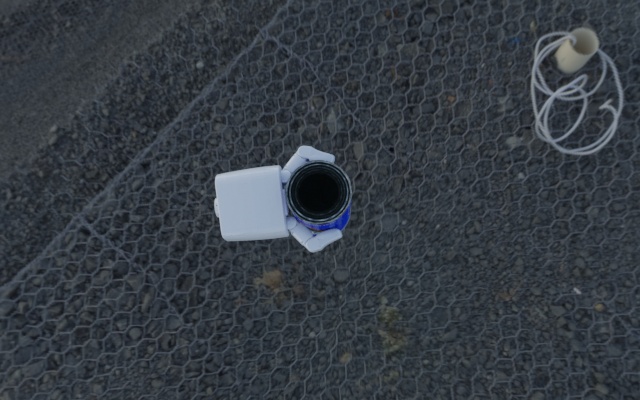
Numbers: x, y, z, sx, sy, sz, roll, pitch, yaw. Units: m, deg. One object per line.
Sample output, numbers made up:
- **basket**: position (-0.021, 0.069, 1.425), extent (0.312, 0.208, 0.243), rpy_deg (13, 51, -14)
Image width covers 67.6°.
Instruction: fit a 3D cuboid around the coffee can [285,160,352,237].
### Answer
- **coffee can**: position (0.000, 0.003, 0.795), extent (0.103, 0.102, 0.140), rpy_deg (0, -13, 2)
